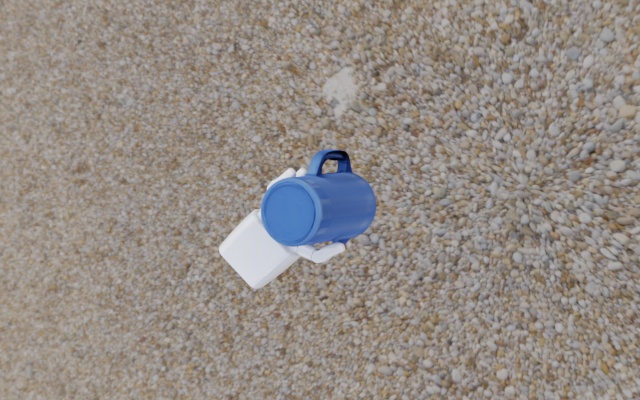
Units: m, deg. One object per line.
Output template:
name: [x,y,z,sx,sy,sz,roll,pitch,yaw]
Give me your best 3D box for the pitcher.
pitcher: [0.000,0.003,0.835,0.145,0.149,0.243,-41,-14,20]
